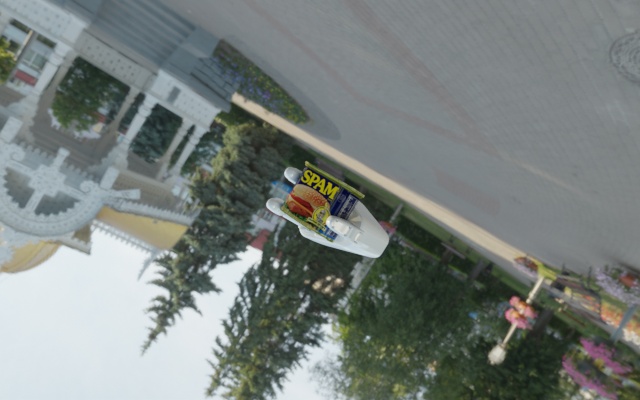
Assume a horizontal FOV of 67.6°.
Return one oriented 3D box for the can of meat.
[{"bbox_3d":[0.000,0.003,0.708,0.102,0.084,0.057,32,2,34],"label":"can of meat"}]
